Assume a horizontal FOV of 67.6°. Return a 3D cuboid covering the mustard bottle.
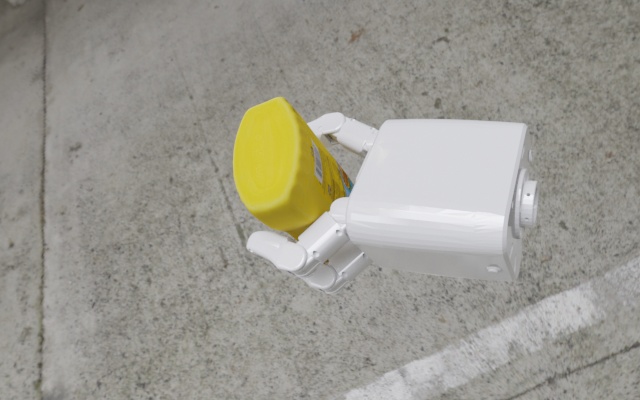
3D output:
[{"bbox_3d":[0.000,0.001,0.416,0.058,0.096,0.192,-18,-31,19],"label":"mustard bottle"}]
